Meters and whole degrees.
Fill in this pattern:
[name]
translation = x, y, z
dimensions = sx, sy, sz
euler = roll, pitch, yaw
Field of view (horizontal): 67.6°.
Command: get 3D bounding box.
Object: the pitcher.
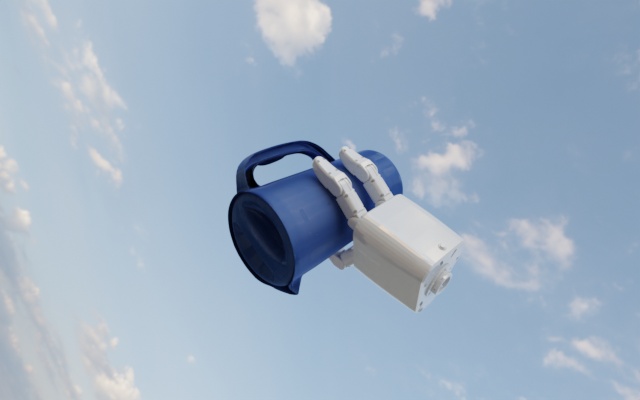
[pitcher]
translation = 0.000, 0.002, 0.663
dimensions = 0.145, 0.149, 0.242
euler = 37, 44, 29
